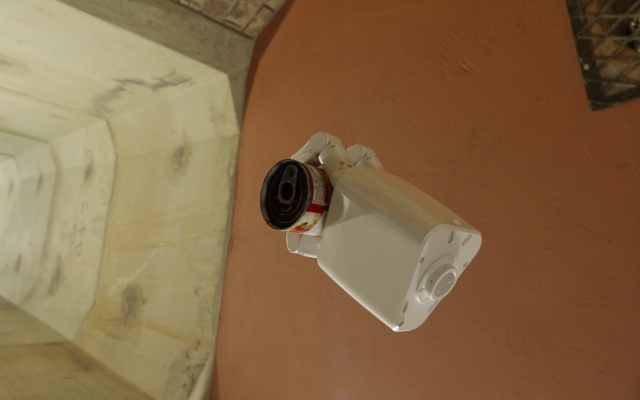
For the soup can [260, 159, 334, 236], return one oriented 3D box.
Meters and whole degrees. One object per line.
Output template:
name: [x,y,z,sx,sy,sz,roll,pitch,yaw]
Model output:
soup can: [0.000,0.001,0.479,0.068,0.068,0.102,0,-8,44]
